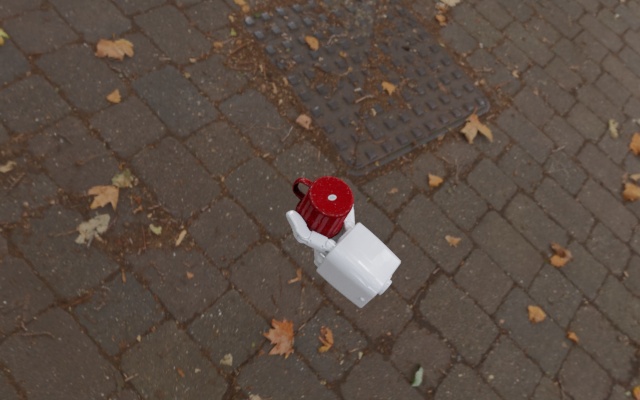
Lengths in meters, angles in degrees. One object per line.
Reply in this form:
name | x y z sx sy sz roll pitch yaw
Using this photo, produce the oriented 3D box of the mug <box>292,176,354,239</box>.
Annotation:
mug | -0.001 0.002 0.838 0.093 0.117 0.081 -44 -9 -32
